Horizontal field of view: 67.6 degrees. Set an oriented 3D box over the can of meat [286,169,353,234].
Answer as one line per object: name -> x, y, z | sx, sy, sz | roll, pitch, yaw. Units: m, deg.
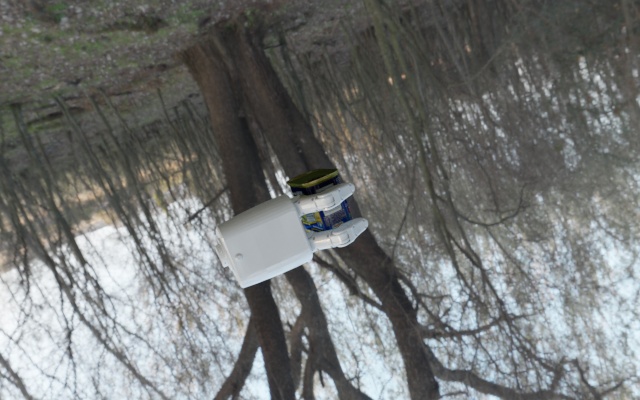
can of meat -> 0.000, 0.003, 0.700 | 0.057, 0.084, 0.102 | -24, 12, -20
